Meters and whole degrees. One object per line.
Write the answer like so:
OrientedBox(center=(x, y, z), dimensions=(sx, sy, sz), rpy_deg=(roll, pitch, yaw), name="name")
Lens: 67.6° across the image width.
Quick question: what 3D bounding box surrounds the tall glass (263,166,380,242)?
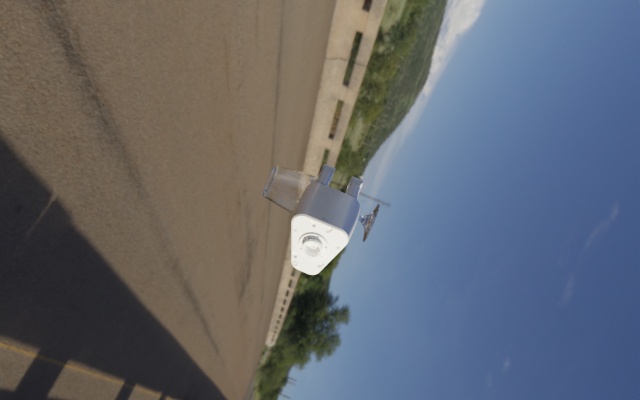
OrientedBox(center=(0.001, 0.003, 0.863), dimensions=(0.201, 0.079, 0.079), rpy_deg=(22, 0, 1), name="tall glass")
